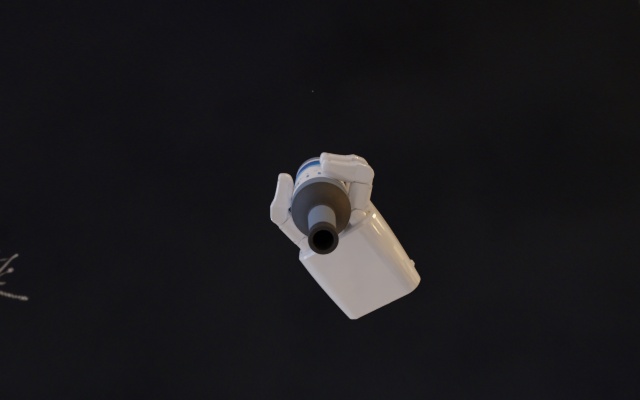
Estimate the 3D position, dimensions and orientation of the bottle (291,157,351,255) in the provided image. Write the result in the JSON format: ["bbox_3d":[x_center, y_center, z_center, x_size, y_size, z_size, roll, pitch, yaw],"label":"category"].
[{"bbox_3d":[0.000,0.002,0.558,0.069,0.069,0.295,0,13,-1],"label":"bottle"}]
